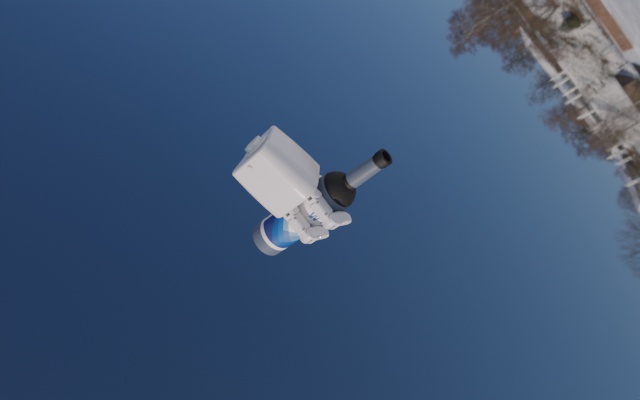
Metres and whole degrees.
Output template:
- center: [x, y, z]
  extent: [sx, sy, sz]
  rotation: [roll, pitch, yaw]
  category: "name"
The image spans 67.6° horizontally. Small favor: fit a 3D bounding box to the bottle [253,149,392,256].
- center: [0.000, 0.003, 0.799]
  extent: [0.296, 0.069, 0.069]
  rotation: [-35, -22, 35]
  category: "bottle"
